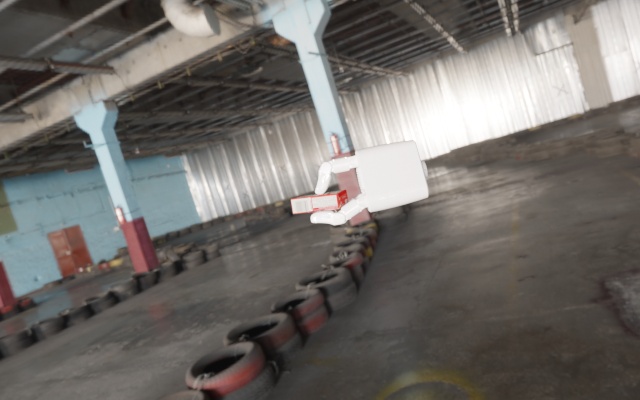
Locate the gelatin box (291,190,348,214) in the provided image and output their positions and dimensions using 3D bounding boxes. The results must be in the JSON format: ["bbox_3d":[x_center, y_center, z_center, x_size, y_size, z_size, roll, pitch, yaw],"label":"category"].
[{"bbox_3d":[0.000,0.002,0.866,0.089,0.030,0.073,-7,4,15],"label":"gelatin box"}]
